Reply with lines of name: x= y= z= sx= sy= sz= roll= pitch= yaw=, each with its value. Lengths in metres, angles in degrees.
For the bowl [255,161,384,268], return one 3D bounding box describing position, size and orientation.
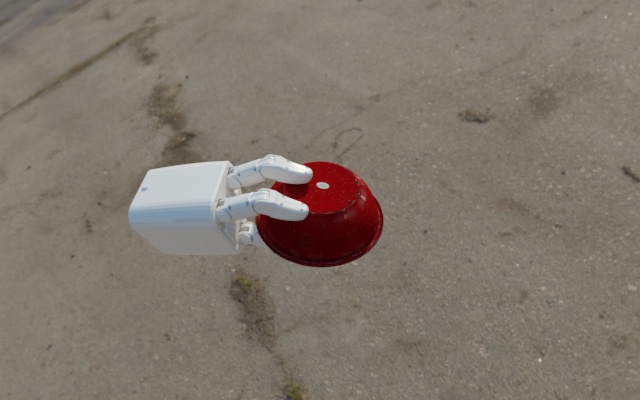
bowl: x=0.001 y=0.001 z=0.585 sx=0.162 sy=0.162 sz=0.055 roll=2 pitch=-45 yaw=-2
